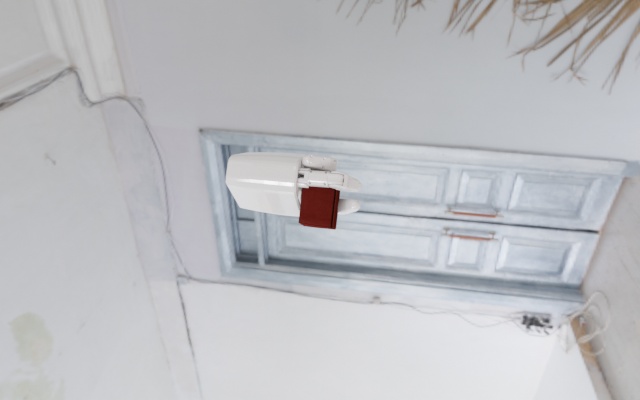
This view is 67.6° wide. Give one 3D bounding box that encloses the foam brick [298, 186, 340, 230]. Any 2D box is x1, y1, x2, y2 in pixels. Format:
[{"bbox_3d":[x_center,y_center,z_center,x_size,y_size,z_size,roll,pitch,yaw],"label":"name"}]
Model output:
[{"bbox_3d":[0.000,0.003,0.715,0.051,0.078,0.053,5,-8,8],"label":"foam brick"}]
